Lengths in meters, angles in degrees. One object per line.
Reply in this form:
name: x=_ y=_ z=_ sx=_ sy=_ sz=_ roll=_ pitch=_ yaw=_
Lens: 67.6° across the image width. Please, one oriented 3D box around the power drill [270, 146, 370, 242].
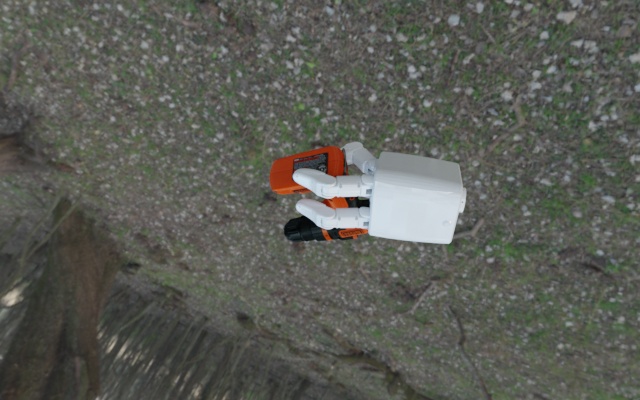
power drill: x=0.000 y=0.002 z=0.704 sx=0.184 sy=0.057 sz=0.188 roll=-13 pitch=-32 yaw=19
